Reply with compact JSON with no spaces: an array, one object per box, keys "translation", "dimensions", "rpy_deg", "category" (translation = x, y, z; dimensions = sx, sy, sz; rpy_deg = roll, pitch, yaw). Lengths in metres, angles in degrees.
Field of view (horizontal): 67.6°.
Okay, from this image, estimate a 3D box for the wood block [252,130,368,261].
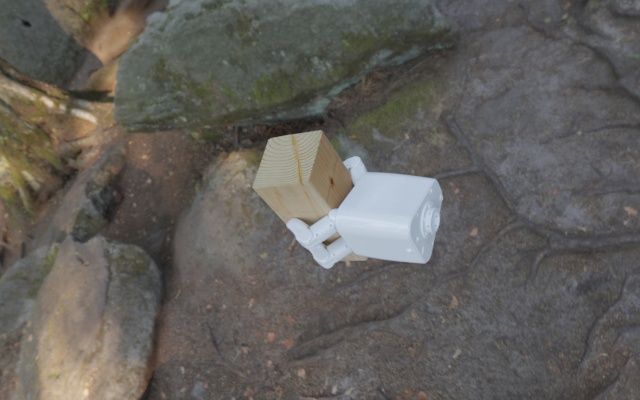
[{"translation":[0.000,0.002,0.708],"dimensions":[0.090,0.090,0.206],"rpy_deg":[-5,-37,28],"category":"wood block"}]
